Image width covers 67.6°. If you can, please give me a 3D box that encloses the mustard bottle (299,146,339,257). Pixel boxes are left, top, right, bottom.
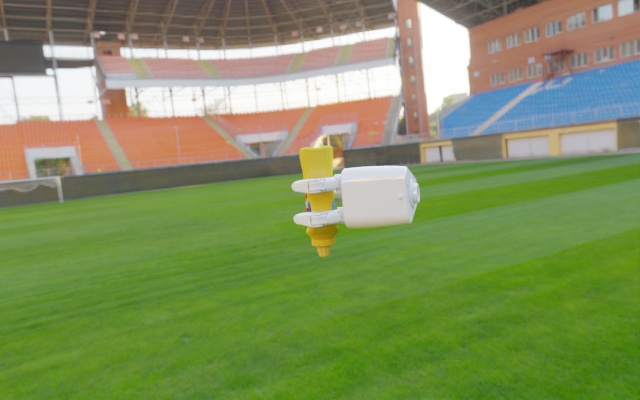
[{"bbox_3d":[0.000,0.002,0.831,0.058,0.191,0.096,-5,5,-4],"label":"mustard bottle"}]
